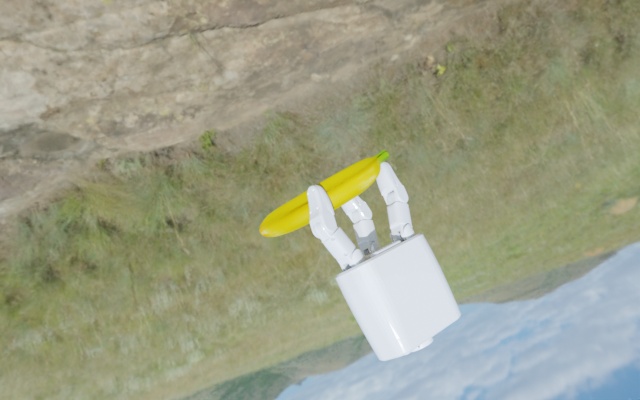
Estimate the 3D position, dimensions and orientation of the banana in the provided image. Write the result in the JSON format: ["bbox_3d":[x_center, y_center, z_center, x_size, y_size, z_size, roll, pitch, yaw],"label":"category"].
[{"bbox_3d":[-0.002,0.002,0.582,0.198,0.037,0.069,-30,-4,16],"label":"banana"}]
